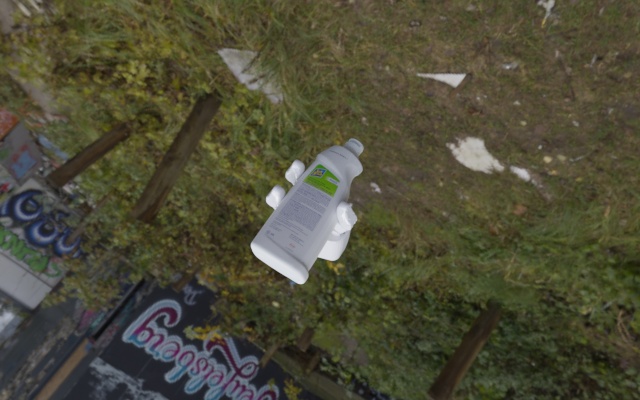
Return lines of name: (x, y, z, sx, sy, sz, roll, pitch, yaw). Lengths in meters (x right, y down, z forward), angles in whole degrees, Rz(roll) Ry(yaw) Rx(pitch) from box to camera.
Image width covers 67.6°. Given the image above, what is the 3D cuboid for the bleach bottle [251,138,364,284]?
bleach bottle: (0.000, 0.002, 0.765, 0.102, 0.250, 0.068, 30, -22, 15)
